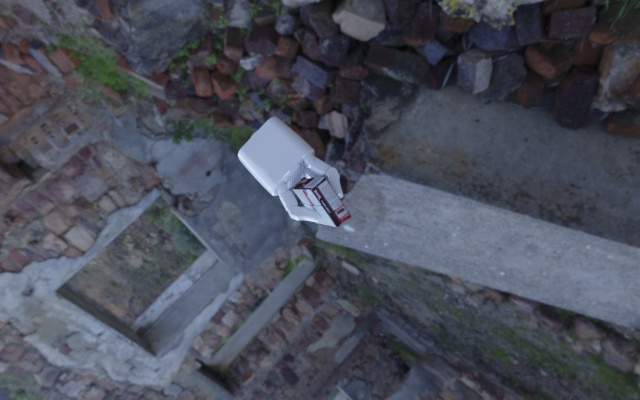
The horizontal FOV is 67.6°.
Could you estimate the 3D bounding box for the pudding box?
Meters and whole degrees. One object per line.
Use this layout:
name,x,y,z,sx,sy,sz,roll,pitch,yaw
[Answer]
pudding box,0.000,0.003,0.899,0.039,0.090,0.113,-39,14,-14
